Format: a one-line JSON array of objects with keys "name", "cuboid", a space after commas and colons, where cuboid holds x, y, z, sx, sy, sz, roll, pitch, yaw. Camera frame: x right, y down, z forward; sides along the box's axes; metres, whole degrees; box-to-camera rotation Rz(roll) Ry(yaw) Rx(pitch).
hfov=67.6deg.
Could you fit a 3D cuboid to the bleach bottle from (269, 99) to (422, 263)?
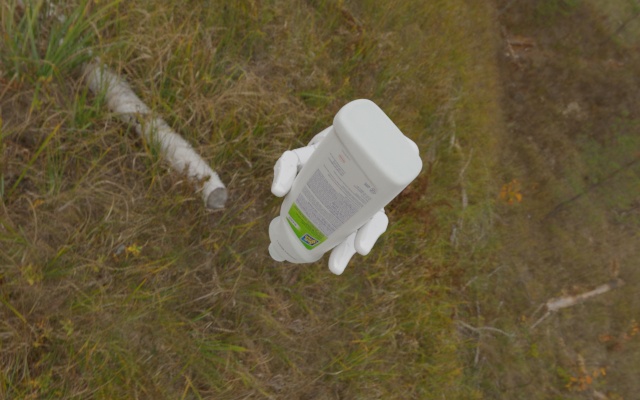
[{"name": "bleach bottle", "cuboid": [0.000, 0.002, 0.552, 0.068, 0.102, 0.251, -37, -5, -44]}]
